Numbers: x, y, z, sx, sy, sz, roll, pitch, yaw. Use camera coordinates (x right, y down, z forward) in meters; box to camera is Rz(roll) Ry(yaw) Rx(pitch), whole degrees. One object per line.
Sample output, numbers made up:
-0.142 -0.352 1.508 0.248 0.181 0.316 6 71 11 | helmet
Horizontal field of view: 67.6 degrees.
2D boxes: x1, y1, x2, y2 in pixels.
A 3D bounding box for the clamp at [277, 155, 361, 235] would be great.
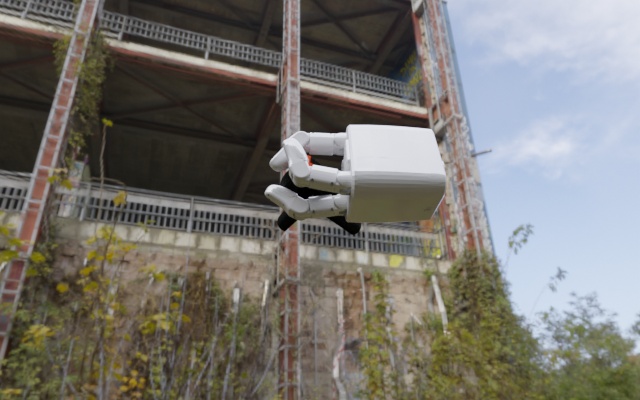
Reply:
0.000 0.001 0.631 0.120 0.039 0.172 1 -27 -2 | clamp
